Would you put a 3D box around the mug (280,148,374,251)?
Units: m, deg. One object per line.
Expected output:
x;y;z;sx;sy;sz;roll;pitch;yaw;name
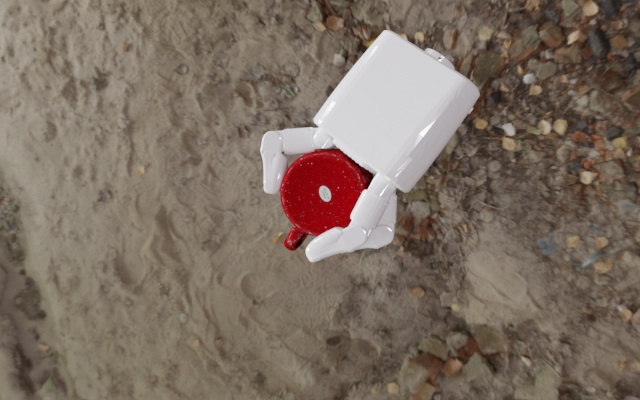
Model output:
-0.001;0.003;0.480;0.093;0.117;0.081;39;8;5;mug
